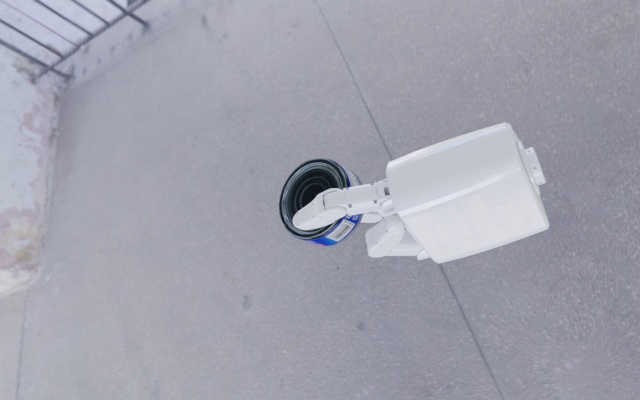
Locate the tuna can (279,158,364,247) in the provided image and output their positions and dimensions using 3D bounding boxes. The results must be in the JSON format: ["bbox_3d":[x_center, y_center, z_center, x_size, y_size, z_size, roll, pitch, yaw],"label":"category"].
[{"bbox_3d":[0.000,0.001,0.479,0.086,0.086,0.034,0,-15,36],"label":"tuna can"}]
